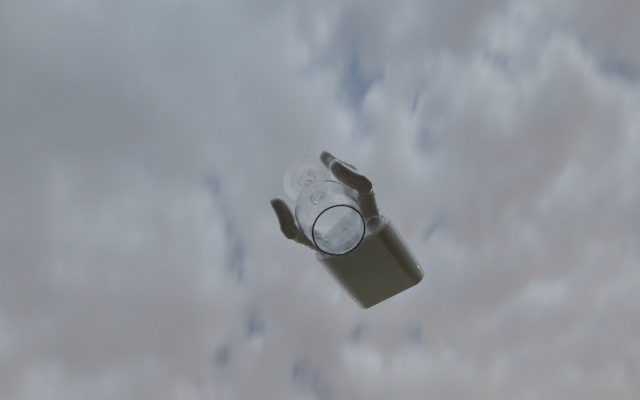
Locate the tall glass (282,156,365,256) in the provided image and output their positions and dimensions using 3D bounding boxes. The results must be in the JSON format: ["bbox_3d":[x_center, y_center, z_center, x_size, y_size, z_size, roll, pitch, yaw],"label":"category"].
[{"bbox_3d":[0.000,0.002,0.622,0.079,0.079,0.201,0,18,-12],"label":"tall glass"}]
